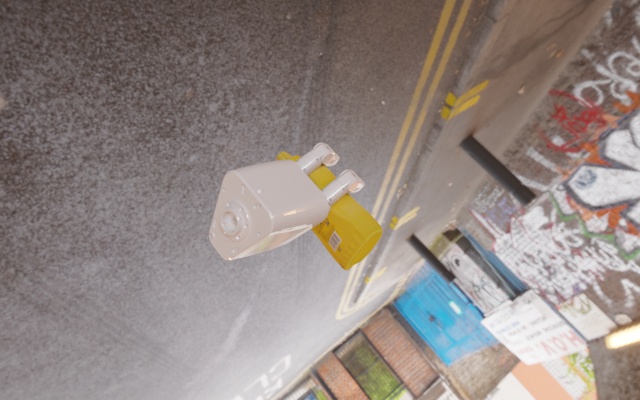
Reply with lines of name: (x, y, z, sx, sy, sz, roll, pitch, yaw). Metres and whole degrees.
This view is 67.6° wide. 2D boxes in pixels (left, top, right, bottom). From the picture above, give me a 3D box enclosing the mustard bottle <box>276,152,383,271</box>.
mustard bottle: (0.001, 0.002, 0.676, 0.058, 0.191, 0.096, -30, -22, -31)
